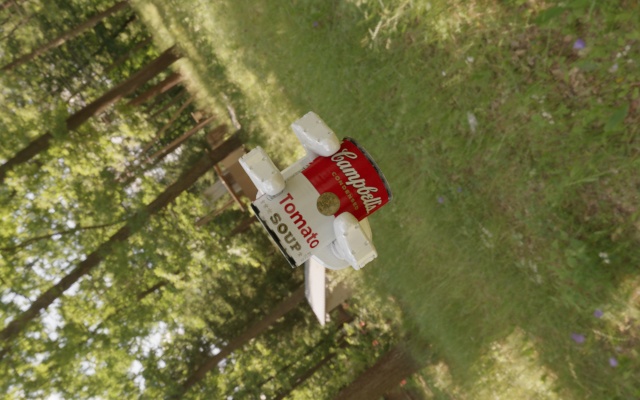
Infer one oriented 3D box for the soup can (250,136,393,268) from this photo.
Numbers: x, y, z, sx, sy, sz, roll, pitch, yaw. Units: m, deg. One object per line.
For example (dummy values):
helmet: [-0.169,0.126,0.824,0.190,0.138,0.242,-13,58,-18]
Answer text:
soup can: [0.000,0.002,0.405,0.102,0.068,0.068,-35,5,-7]
